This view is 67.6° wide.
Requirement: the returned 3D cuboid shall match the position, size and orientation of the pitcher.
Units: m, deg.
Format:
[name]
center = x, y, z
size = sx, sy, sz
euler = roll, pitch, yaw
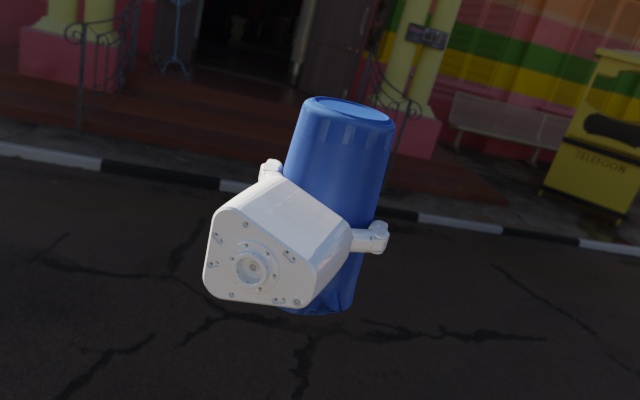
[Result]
[pitcher]
center = 0.000, 0.002, 0.582
size = 0.149, 0.243, 0.145
euler = 21, 21, 14
